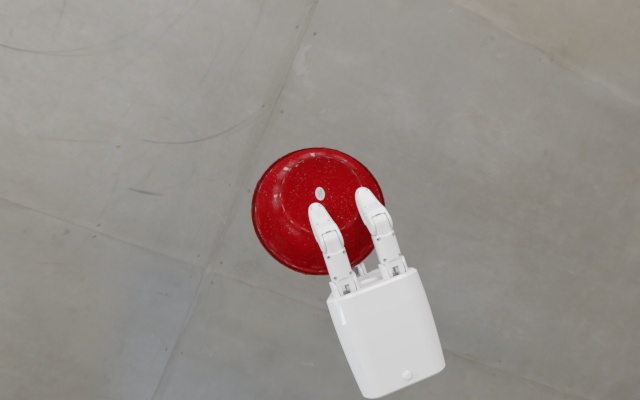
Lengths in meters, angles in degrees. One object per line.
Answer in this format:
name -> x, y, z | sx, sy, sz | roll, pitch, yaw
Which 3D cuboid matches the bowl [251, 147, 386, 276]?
bowl -> -0.001, 0.001, 0.548 | 0.162, 0.162, 0.055 | 0, -19, -4
